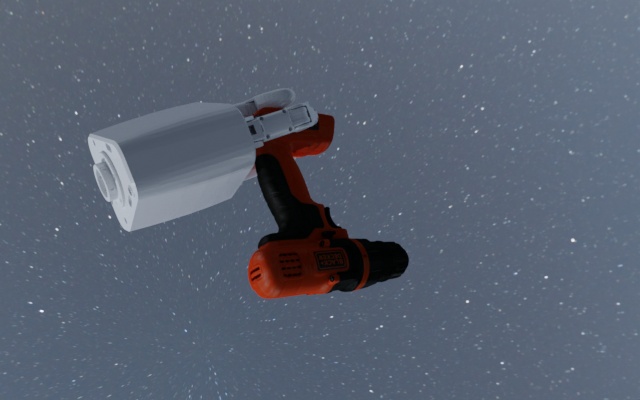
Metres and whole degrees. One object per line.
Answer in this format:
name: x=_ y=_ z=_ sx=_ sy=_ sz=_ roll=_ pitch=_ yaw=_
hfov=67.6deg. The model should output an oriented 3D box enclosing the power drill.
power drill: x=0.000 y=0.001 z=0.483 sx=0.184 sy=0.187 sz=0.057 roll=1 pitch=-26 yaw=-39
